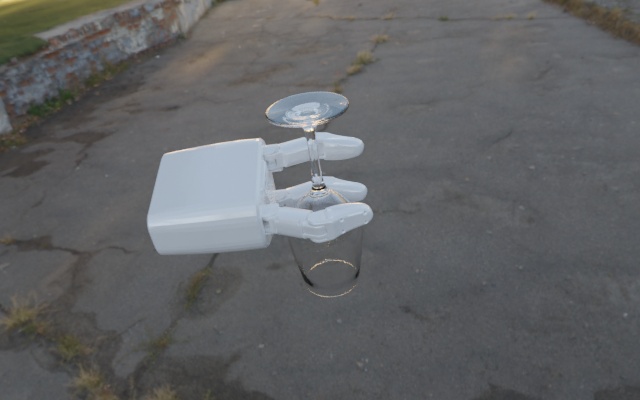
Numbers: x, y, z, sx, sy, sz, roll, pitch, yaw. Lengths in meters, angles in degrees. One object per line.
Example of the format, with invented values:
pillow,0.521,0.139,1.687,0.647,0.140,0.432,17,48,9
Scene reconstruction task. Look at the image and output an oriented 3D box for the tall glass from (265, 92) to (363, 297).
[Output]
tall glass,0.000,0.001,0.472,0.079,0.201,0.079,-6,32,4
